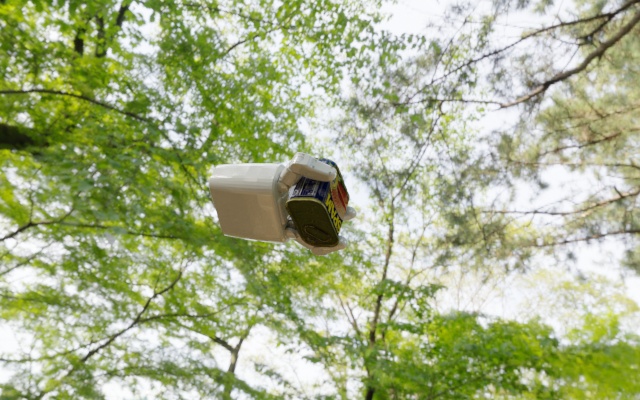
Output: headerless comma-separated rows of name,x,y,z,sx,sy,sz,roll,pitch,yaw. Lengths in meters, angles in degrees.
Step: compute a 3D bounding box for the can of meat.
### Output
can of meat,0.000,0.002,0.671,0.057,0.084,0.102,0,-42,23
